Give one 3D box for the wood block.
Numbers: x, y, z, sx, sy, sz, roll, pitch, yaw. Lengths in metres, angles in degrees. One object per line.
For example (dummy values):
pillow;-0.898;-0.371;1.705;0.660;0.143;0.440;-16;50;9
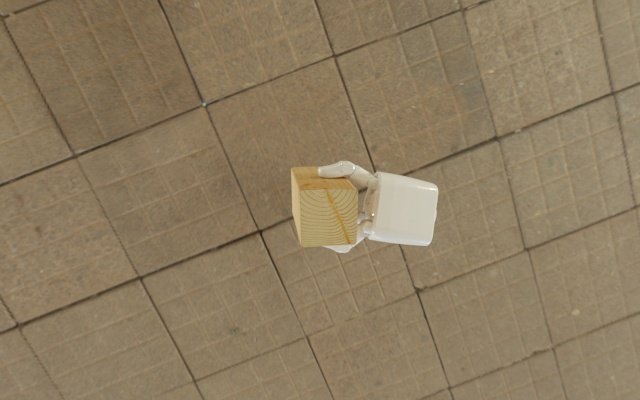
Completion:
wood block;0.001;0.002;0.820;0.090;0.091;0.206;-2;13;-7
